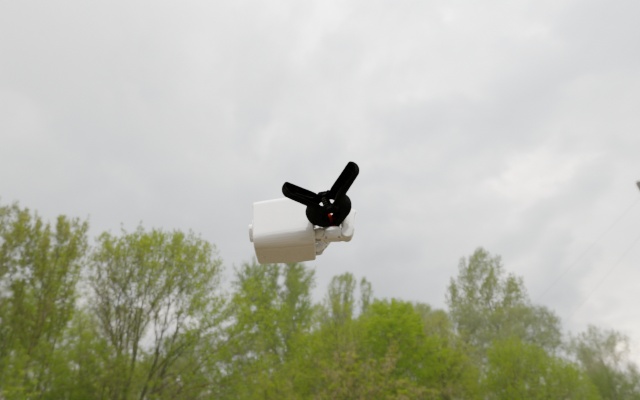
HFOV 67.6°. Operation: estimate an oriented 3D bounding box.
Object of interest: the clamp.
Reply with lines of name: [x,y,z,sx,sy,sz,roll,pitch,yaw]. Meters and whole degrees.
clamp: [0.000,0.002,0.773,0.120,0.039,0.172,-8,-33,-5]
